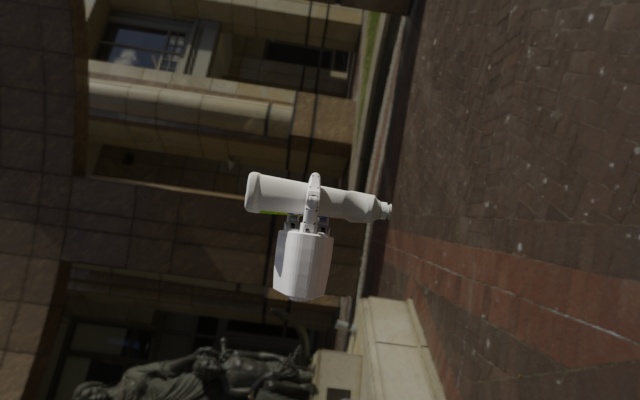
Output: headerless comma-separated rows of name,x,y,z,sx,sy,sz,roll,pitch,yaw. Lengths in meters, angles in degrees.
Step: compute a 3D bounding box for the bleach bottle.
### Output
bleach bottle,0.000,0.003,0.831,0.251,0.068,0.102,8,-4,-3
